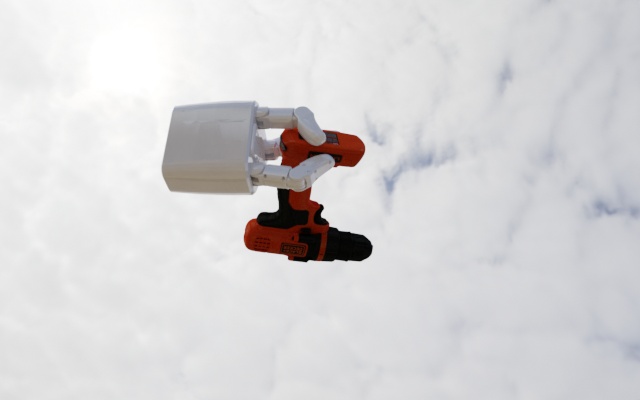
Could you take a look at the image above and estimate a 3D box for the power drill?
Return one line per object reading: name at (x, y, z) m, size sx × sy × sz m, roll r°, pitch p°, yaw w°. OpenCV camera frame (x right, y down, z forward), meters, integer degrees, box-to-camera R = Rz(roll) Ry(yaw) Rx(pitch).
power drill at (0.000, 0.002, 0.635) m, size 0.184 × 0.188 × 0.057 m, roll 7°, pitch 29°, yaw -13°
